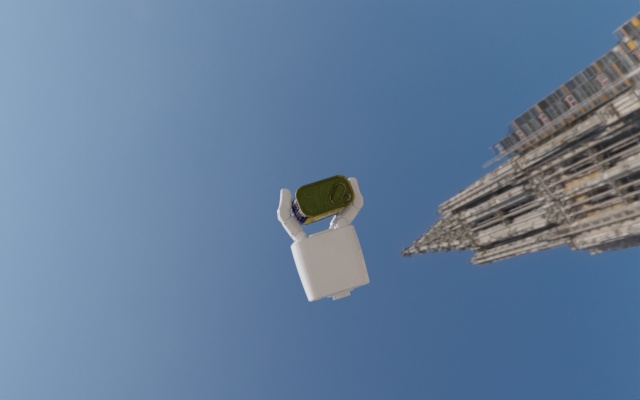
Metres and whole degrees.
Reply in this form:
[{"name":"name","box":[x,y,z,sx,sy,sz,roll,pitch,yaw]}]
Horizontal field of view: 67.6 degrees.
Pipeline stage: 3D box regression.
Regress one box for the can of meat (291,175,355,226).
[{"name":"can of meat","box":[0.000,0.003,0.854,0.102,0.057,0.084,-18,-12,-17]}]
